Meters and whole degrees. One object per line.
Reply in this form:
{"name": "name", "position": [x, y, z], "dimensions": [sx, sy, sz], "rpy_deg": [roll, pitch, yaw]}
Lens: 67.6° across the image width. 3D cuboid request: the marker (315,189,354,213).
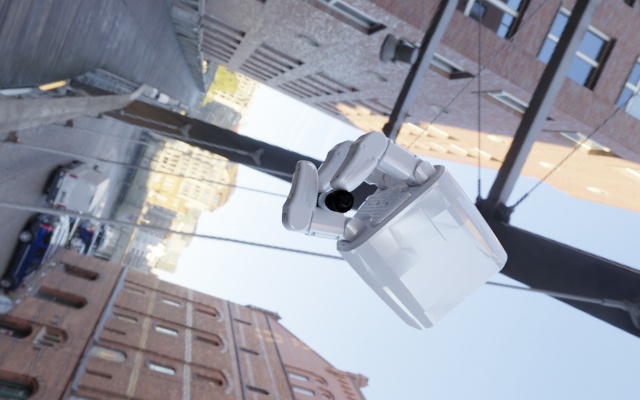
{"name": "marker", "position": [0.000, 0.001, 0.423], "dimensions": [0.020, 0.020, 0.121], "rpy_deg": [0, -1, -19]}
